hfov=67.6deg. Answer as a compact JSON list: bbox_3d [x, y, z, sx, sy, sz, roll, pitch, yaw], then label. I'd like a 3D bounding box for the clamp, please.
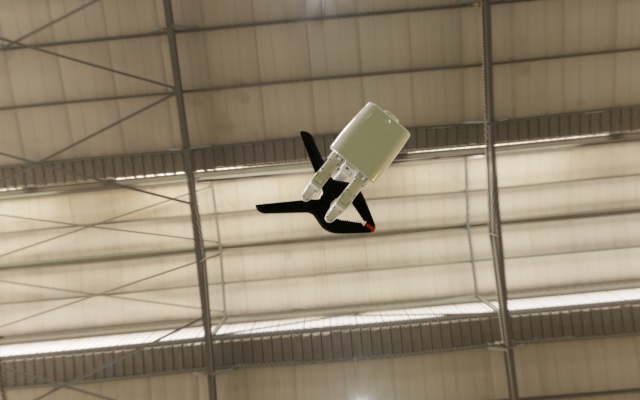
[{"bbox_3d":[0.001,0.003,0.846,0.210,0.164,0.036,39,6,-1],"label":"clamp"}]
